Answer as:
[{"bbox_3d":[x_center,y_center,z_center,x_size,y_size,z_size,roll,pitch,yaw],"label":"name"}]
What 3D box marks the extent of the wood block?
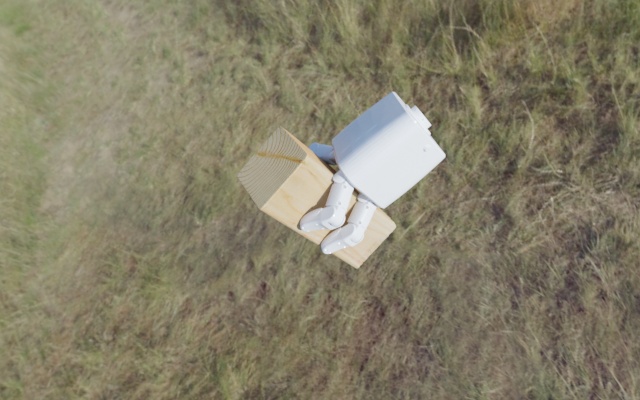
[{"bbox_3d":[0.000,0.002,0.657,0.206,0.090,0.090,36,9,-41],"label":"wood block"}]
